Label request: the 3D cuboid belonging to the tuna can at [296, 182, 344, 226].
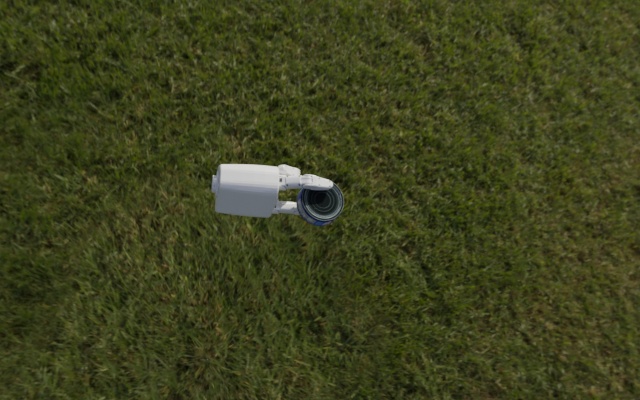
[{"bbox_3d":[0.000,0.003,0.896,0.086,0.086,0.034,0,-17,-19],"label":"tuna can"}]
